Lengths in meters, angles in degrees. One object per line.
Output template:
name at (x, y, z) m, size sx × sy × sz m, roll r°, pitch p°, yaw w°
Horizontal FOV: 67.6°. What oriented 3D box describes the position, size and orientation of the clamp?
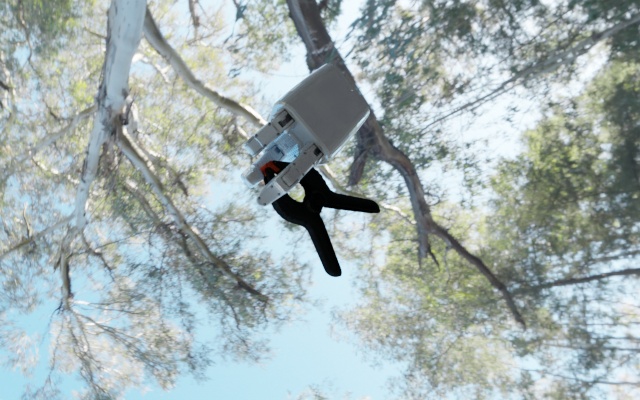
clamp at (0.000, 0.002, 0.625) m, size 0.120 × 0.171 × 0.039 m, roll -48°, pitch 13°, yaw -30°
